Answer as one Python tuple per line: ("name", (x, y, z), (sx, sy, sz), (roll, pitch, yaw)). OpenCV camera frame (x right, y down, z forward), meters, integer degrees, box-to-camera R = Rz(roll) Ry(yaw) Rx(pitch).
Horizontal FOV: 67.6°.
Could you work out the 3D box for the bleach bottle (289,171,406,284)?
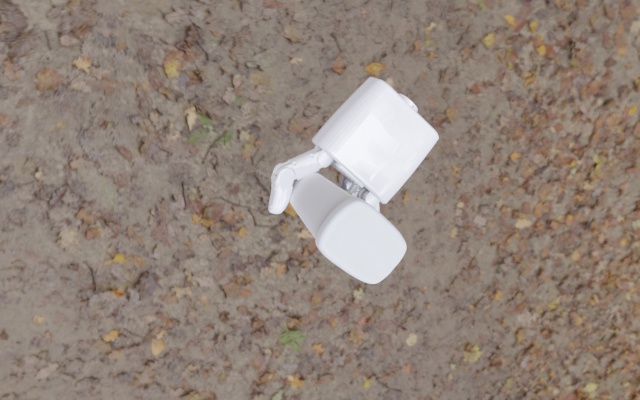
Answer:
("bleach bottle", (0.000, 0.002, 0.577), (0.103, 0.068, 0.250), (40, 2, -31))
